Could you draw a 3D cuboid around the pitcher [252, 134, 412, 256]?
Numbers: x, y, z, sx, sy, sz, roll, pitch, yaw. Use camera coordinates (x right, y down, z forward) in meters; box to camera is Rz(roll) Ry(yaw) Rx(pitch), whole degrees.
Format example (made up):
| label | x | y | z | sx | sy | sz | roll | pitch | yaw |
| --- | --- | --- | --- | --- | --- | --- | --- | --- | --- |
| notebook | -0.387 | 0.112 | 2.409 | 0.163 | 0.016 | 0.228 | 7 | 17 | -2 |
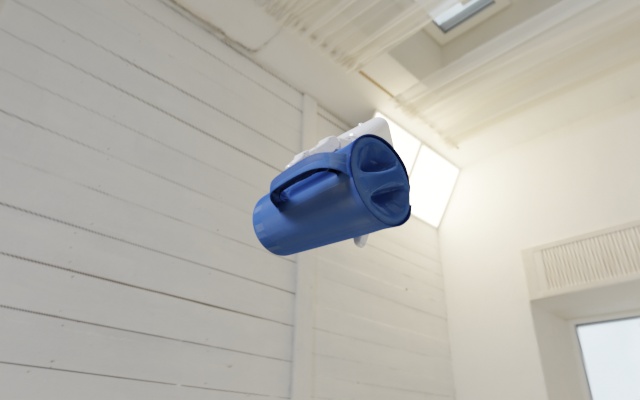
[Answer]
| label | x | y | z | sx | sy | sz | roll | pitch | yaw |
| --- | --- | --- | --- | --- | --- | --- | --- | --- | --- |
| pitcher | 0.000 | 0.002 | 0.714 | 0.243 | 0.149 | 0.145 | -24 | 13 | 41 |
